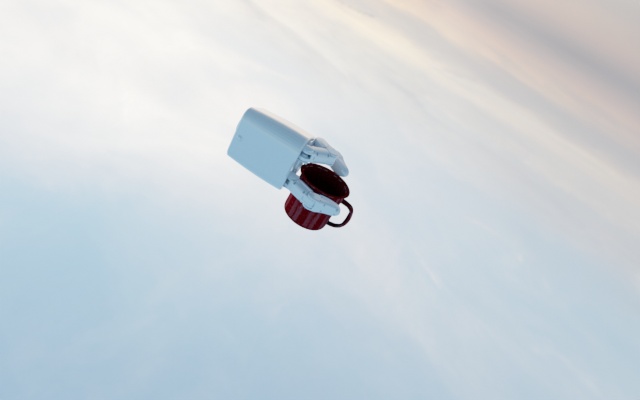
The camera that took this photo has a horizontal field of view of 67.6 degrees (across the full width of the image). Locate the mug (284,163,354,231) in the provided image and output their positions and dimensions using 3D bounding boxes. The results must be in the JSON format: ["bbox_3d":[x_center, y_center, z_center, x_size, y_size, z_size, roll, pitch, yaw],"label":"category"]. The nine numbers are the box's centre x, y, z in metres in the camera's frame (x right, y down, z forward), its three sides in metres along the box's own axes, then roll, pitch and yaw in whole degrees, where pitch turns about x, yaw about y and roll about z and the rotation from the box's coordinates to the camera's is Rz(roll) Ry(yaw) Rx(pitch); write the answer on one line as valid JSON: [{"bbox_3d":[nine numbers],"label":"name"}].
[{"bbox_3d":[0.001,0.004,0.807,0.117,0.081,0.093,33,28,1],"label":"mug"}]
